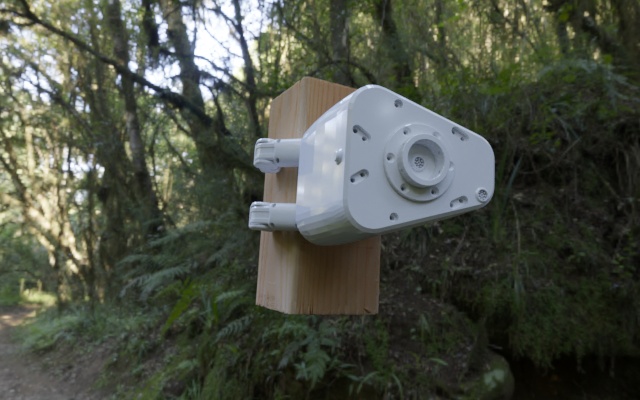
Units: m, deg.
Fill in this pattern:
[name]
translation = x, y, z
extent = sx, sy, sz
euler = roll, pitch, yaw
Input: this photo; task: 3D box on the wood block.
[wood block]
translation = 0.001, 0.001, 0.462
extent = 0.091, 0.206, 0.090
euler = 8, -9, -27
